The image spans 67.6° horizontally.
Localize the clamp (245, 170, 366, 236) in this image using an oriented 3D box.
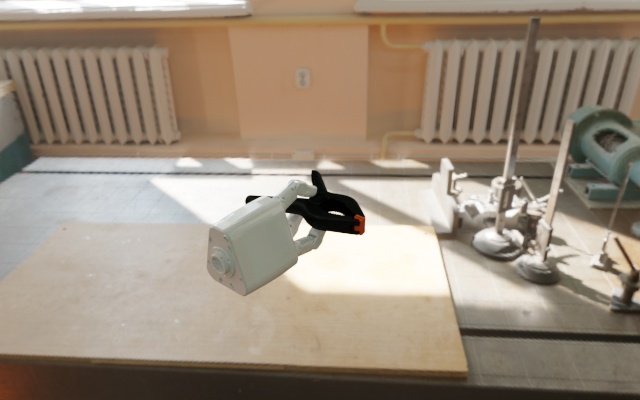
[{"bbox_3d":[0.000,0.002,0.801,0.210,0.036,0.164,20,36,35],"label":"clamp"}]
